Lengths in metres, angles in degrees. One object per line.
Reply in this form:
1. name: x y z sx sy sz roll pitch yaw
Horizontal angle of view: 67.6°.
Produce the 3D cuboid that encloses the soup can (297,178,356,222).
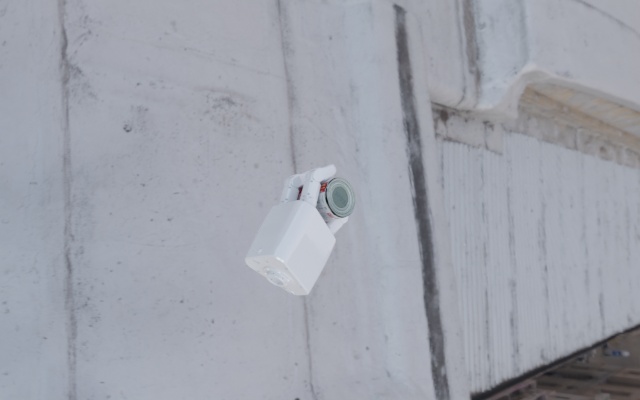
1. soup can: 0.001 0.002 0.804 0.068 0.068 0.102 0 -9 -43
